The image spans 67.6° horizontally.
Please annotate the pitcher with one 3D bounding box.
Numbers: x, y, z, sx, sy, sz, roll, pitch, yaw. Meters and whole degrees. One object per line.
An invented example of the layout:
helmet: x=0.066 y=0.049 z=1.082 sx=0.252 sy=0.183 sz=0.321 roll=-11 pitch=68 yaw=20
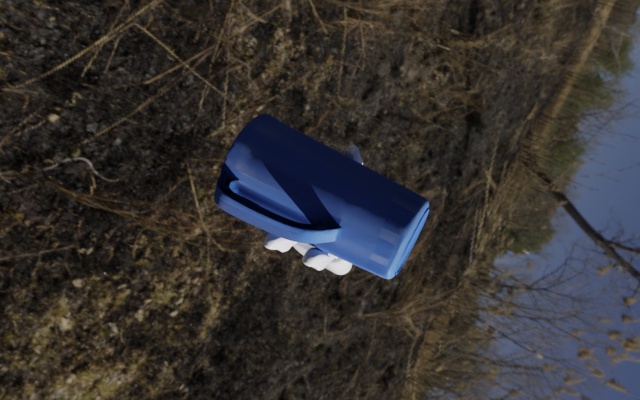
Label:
pitcher: x=0.000 y=0.002 z=0.590 sx=0.243 sy=0.149 sz=0.145 roll=26 pitch=-15 yaw=15
